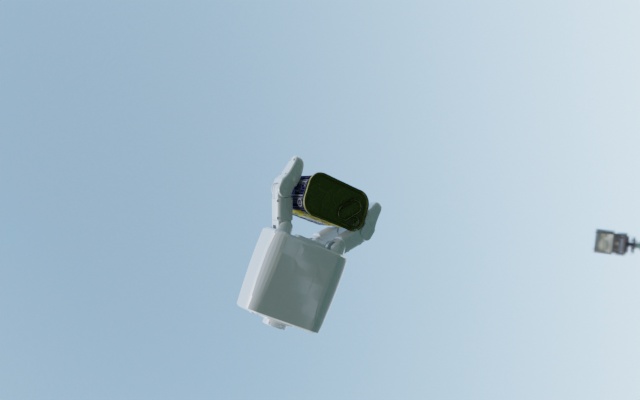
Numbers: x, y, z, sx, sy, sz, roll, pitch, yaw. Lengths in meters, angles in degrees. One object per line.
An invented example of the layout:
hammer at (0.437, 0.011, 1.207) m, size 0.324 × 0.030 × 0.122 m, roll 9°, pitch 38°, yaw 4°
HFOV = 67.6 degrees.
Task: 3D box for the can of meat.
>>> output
can of meat at (0.000, 0.002, 0.655) m, size 0.102 × 0.057 × 0.084 m, roll 23°, pitch -12°, yaw -32°
